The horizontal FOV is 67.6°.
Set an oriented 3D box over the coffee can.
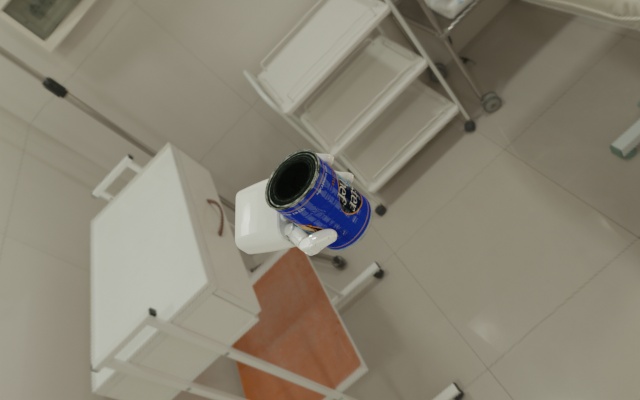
[{"bbox_3d":[0.000,0.002,0.728,0.103,0.102,0.140,0,-29,44],"label":"coffee can"}]
